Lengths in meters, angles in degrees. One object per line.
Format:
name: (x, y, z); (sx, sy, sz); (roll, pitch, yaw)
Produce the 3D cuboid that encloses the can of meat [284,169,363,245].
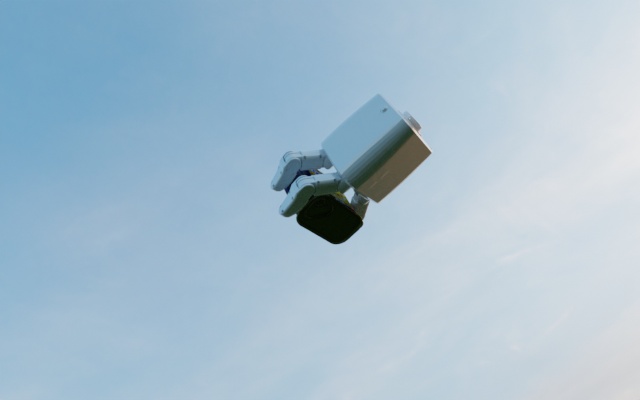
can of meat: (0.000, 0.002, 0.666); (0.102, 0.057, 0.084); (33, 20, -41)
